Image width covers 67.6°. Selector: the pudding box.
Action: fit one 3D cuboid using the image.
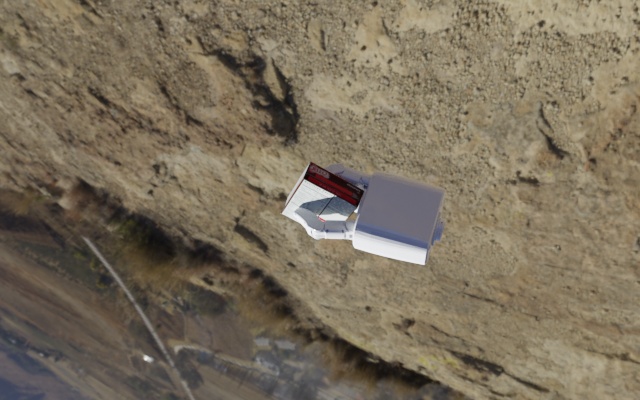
[{"bbox_3d":[0.000,0.002,0.715,0.090,0.039,0.113,29,-38,-7],"label":"pudding box"}]
